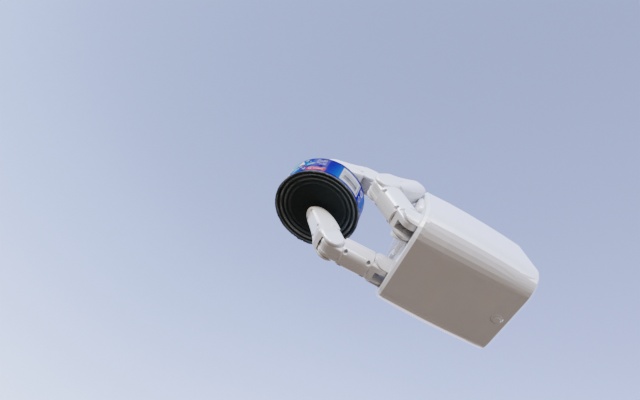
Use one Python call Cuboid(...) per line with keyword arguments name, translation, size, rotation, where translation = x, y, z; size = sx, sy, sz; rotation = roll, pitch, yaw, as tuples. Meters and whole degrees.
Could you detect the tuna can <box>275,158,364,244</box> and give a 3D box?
Cuboid(name="tuna can", translation=(0.000, 0.001, 0.479), size=(0.086, 0.086, 0.033), rotation=(0, 30, 19))
